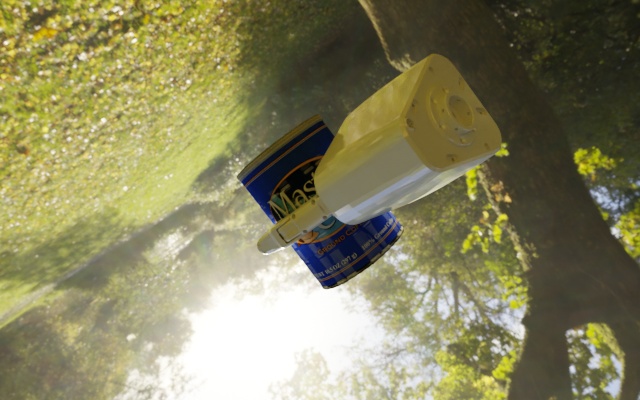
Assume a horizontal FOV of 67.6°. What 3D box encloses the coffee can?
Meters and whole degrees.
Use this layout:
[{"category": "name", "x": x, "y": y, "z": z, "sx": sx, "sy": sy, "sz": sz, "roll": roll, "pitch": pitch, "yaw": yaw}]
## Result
[{"category": "coffee can", "x": 0.000, "y": 0.002, "z": 0.475, "sx": 0.103, "sy": 0.140, "sz": 0.103, "roll": -37, "pitch": 4, "yaw": 3}]
